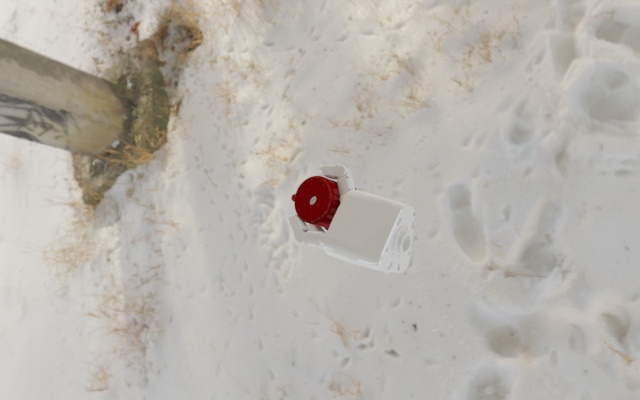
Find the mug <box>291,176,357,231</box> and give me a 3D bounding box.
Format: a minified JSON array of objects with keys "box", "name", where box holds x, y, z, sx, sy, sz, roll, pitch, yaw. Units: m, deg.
[{"box":[-0.001,0.002,0.826,0.117,0.093,0.081,12,-3,38],"name":"mug"}]
